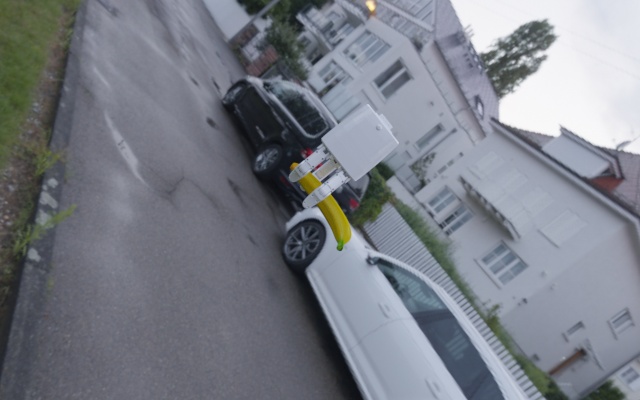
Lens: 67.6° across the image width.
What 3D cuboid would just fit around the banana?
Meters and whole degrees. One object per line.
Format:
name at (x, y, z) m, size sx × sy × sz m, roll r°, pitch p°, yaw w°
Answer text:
banana at (0.009, 0.009, 0.910) m, size 0.037 × 0.197 × 0.069 m, roll -37°, pitch -21°, yaw 12°
